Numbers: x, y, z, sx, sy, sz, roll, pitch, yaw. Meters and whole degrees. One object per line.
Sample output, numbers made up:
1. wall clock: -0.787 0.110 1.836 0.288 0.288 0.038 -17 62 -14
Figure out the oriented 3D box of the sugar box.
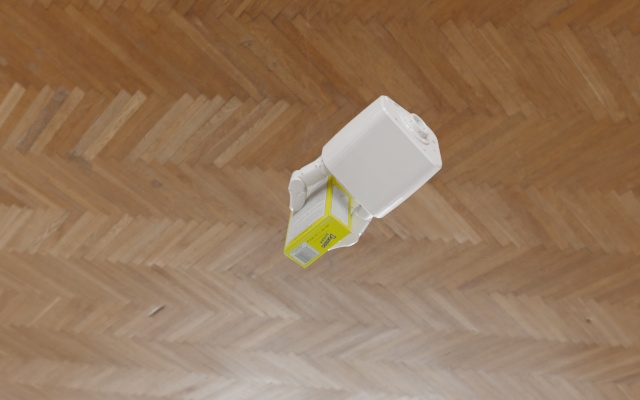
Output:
1. sugar box: 0.001 0.003 0.678 0.093 0.048 0.176 -39 23 30
